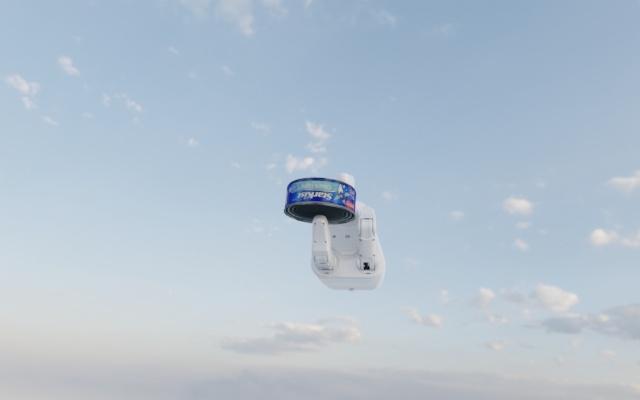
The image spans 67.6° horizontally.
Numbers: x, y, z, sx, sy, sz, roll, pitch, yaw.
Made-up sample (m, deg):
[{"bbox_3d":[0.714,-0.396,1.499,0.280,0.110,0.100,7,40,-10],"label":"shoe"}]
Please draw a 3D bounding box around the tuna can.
[{"bbox_3d":[0.000,0.001,0.573,0.086,0.033,0.086,4,-18,1],"label":"tuna can"}]
